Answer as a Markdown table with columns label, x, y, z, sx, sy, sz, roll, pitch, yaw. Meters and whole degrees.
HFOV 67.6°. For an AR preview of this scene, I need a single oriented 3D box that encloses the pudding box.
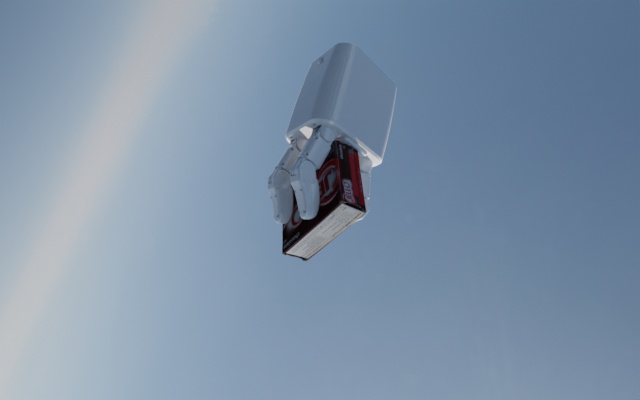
| label | x | y | z | sx | sy | sz | roll | pitch | yaw |
| --- | --- | --- | --- | --- | --- | --- | --- | --- | --- |
| pudding box | 0.000 | 0.002 | 0.533 | 0.039 | 0.090 | 0.113 | 22 | -46 | -26 |
